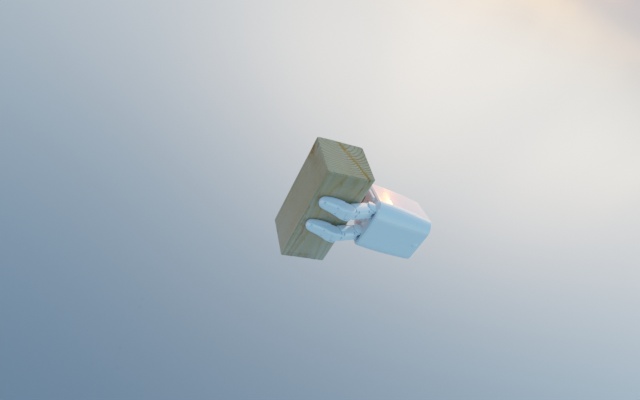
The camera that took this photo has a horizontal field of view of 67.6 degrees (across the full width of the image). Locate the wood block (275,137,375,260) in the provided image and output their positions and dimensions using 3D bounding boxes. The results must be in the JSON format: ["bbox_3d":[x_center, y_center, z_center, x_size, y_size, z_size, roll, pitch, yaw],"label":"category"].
[{"bbox_3d":[0.000,0.003,0.840,0.090,0.090,0.206,11,-49,-24],"label":"wood block"}]
